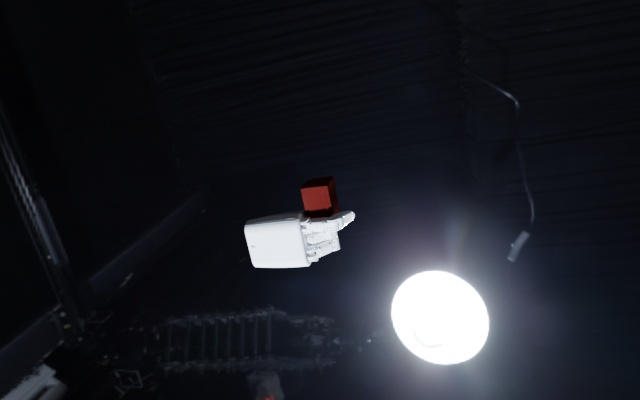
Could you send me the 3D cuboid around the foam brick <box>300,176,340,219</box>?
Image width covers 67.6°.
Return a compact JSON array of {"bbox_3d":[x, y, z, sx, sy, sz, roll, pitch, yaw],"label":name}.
[{"bbox_3d":[0.000,0.002,0.850,0.051,0.078,0.053,-5,19,16],"label":"foam brick"}]
